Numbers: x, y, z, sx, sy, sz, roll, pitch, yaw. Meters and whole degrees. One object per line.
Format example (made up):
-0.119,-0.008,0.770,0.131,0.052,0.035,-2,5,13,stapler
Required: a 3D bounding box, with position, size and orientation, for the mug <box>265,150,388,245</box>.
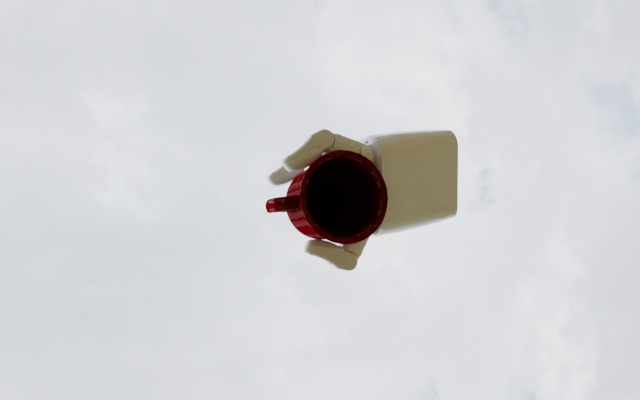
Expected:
-0.001,0.002,0.499,0.117,0.093,0.081,-8,-2,-20,mug
